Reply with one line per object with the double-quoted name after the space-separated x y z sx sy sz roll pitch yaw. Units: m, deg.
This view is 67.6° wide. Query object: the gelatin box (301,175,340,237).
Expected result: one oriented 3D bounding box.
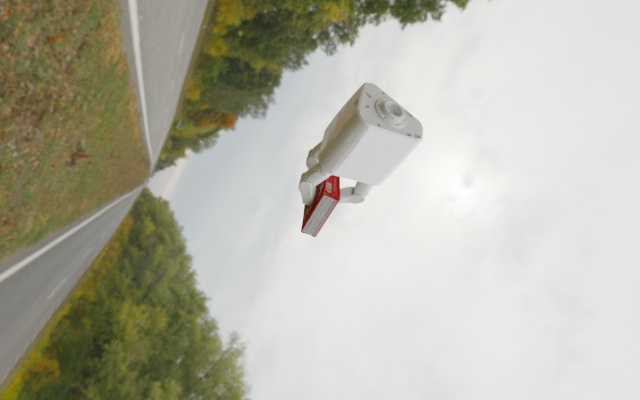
0.000 0.003 0.764 0.030 0.089 0.073 22 35 -12 "gelatin box"
